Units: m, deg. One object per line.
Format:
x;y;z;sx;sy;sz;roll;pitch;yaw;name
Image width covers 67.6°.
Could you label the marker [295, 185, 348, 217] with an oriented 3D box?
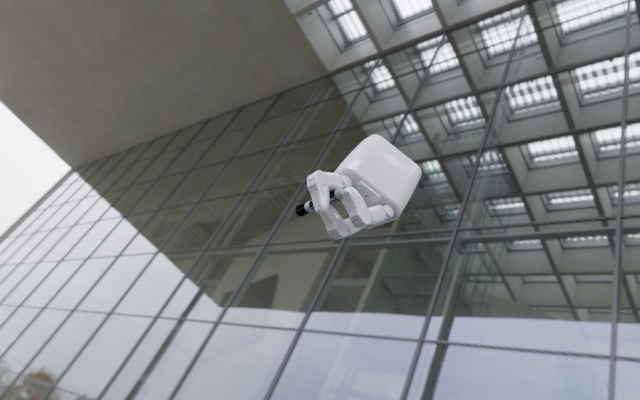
0.000;0.002;0.732;0.020;0.020;0.121;0;-16;-39;marker
